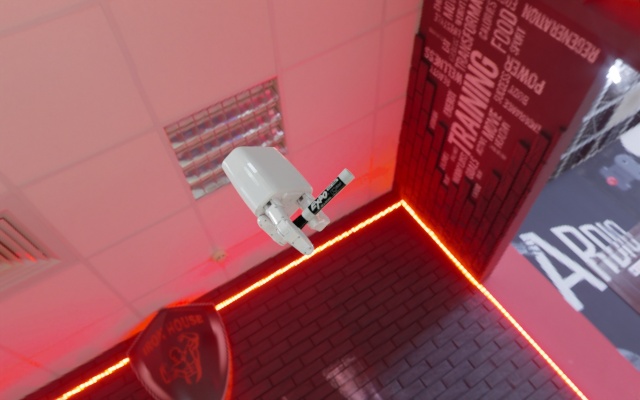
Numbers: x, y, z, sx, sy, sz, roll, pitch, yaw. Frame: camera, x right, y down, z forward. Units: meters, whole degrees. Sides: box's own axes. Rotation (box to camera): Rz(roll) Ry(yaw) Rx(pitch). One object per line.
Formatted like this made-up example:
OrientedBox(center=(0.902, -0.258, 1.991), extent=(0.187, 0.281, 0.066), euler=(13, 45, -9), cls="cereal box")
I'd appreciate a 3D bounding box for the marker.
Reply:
OrientedBox(center=(0.000, 0.002, 0.691), extent=(0.121, 0.020, 0.020), euler=(-45, -11, 11), cls="marker")
